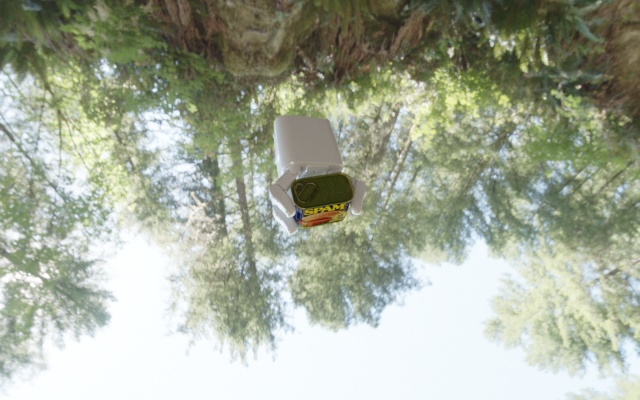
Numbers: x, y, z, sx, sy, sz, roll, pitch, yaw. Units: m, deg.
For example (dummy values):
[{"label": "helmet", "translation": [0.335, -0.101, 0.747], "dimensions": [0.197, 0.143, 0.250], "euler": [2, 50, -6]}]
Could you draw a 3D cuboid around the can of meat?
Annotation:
[{"label": "can of meat", "translation": [0.000, 0.003, 0.808], "dimensions": [0.102, 0.057, 0.084], "euler": [-9, -27, -11]}]
